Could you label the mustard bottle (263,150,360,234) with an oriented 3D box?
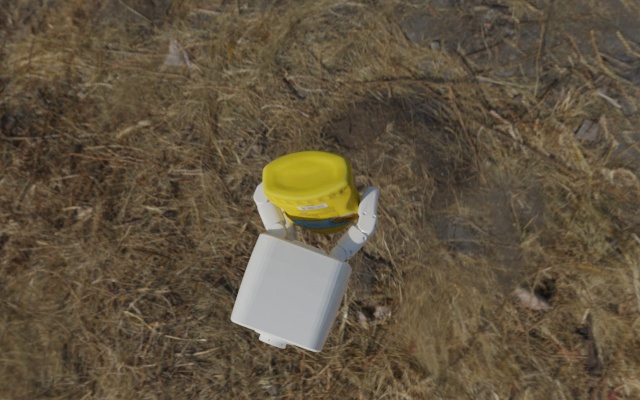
[{"bbox_3d":[0.000,0.002,0.587,0.096,0.058,0.192,-8,-19,8],"label":"mustard bottle"}]
